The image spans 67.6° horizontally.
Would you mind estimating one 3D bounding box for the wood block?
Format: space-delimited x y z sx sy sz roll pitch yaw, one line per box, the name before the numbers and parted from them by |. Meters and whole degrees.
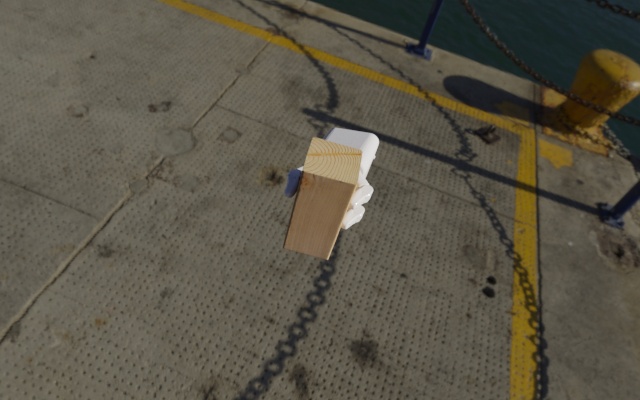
wood block | 0.000 0.002 0.846 0.091 0.090 0.206 15 -44 -2
